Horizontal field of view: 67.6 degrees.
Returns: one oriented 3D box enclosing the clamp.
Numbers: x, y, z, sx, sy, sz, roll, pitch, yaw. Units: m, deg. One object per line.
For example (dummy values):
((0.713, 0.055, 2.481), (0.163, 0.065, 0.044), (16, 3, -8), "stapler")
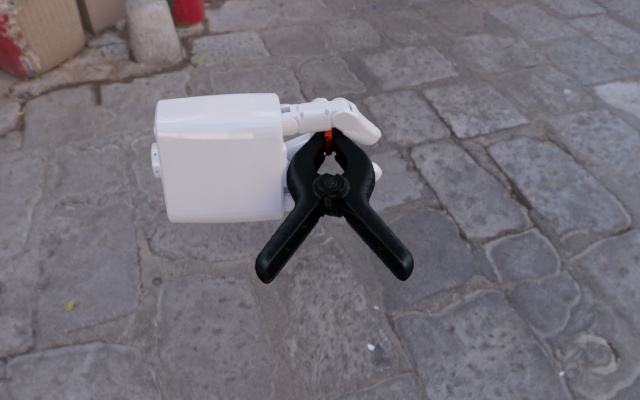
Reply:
((0.000, 0.001, 0.407), (0.120, 0.171, 0.039), (-4, -43, -10), "clamp")
